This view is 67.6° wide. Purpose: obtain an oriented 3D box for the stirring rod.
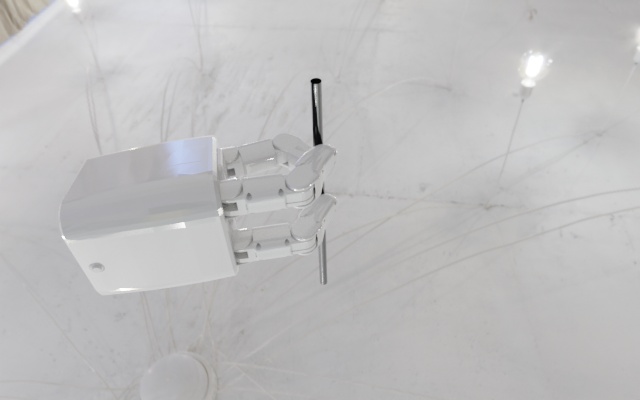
[{"bbox_3d":[0.000,0.001,0.417,0.011,0.011,0.240,0,-44,2],"label":"stirring rod"}]
